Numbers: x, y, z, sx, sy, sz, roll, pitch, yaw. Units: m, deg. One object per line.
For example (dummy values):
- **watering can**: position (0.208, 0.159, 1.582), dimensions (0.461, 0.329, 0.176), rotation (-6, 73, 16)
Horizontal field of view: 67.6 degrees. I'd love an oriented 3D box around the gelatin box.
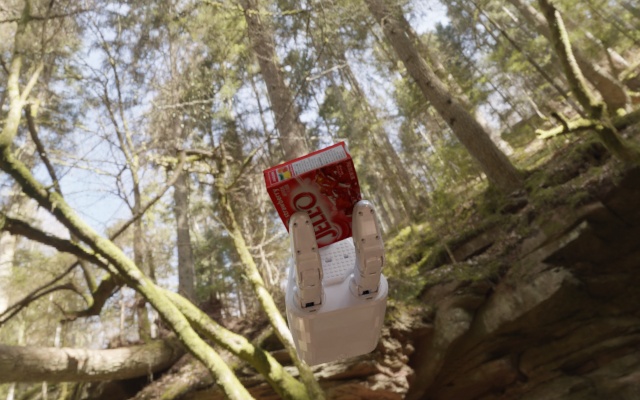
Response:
- **gelatin box**: position (0.000, 0.001, 0.413), dimensions (0.073, 0.089, 0.030), rotation (-20, 41, 1)
